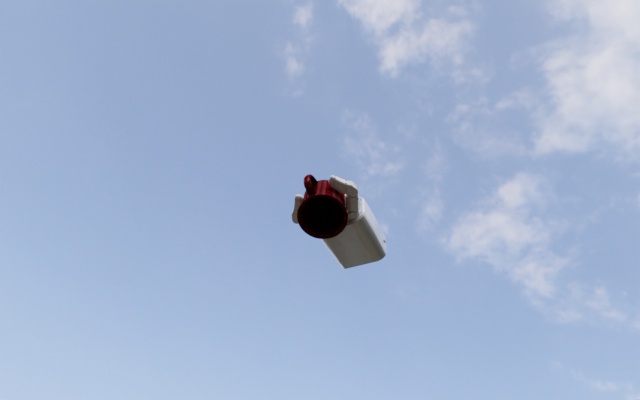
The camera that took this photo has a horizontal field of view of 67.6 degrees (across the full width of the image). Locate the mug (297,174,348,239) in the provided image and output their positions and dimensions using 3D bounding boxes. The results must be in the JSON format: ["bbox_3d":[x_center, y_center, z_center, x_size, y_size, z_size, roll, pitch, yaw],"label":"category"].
[{"bbox_3d":[-0.001,0.002,0.894,0.093,0.117,0.081,-25,23,16],"label":"mug"}]
